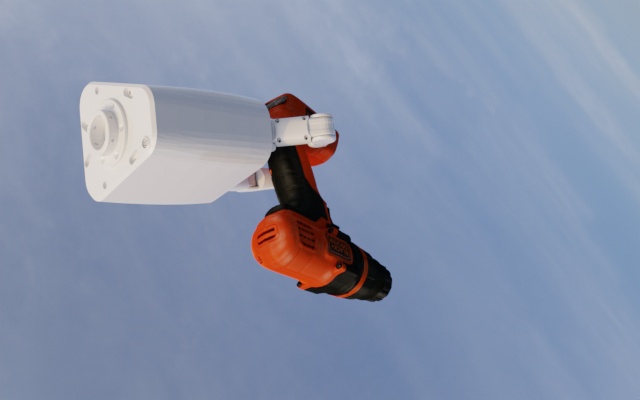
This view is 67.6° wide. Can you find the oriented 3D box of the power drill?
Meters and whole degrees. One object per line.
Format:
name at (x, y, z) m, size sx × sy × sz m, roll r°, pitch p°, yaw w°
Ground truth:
power drill at (0.000, 0.001, 0.464) m, size 0.057 × 0.187 × 0.184 m, roll -29°, pitch -35°, yaw 23°
